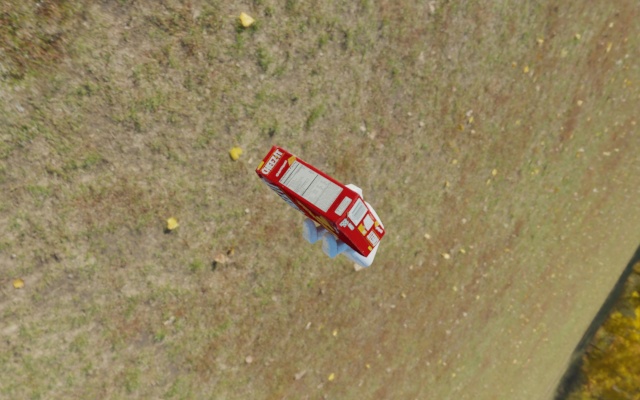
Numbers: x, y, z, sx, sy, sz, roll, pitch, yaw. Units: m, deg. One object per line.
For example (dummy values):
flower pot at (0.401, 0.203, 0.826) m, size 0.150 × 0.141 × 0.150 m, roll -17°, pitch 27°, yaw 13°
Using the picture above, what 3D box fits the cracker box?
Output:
cracker box at (0.000, 0.003, 0.882) m, size 0.213 × 0.072 × 0.164 m, roll 32°, pitch -9°, yaw 34°
